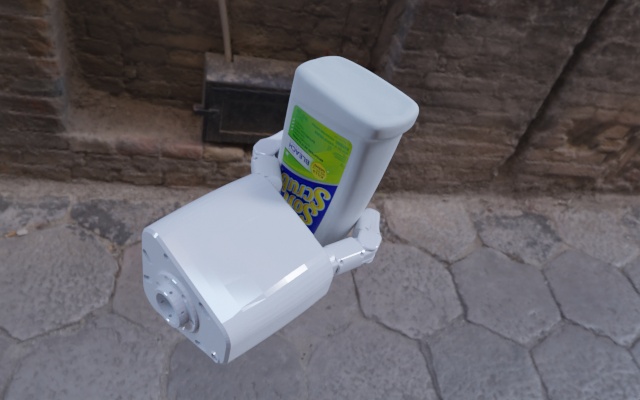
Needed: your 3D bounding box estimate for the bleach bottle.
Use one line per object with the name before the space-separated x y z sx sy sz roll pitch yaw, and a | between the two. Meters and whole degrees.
bleach bottle | 0.000 0.001 0.449 0.102 0.251 0.068 40 46 24
